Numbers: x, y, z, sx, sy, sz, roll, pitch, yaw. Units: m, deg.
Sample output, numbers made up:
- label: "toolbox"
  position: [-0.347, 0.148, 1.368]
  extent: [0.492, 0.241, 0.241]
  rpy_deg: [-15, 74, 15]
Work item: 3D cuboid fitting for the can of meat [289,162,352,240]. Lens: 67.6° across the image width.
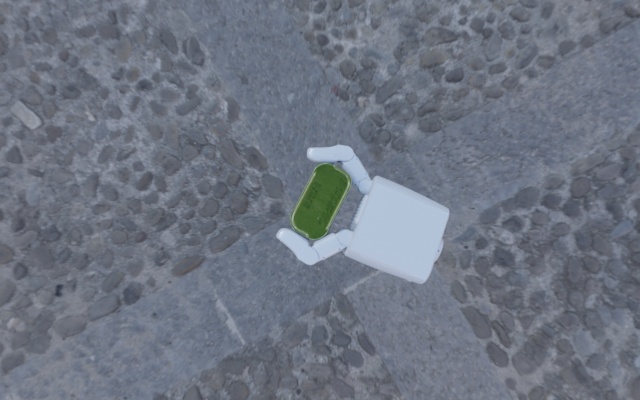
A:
- label: "can of meat"
  position: [0.000, 0.002, 0.628]
  extent: [0.057, 0.102, 0.084]
  rpy_deg: [27, -1, 0]
